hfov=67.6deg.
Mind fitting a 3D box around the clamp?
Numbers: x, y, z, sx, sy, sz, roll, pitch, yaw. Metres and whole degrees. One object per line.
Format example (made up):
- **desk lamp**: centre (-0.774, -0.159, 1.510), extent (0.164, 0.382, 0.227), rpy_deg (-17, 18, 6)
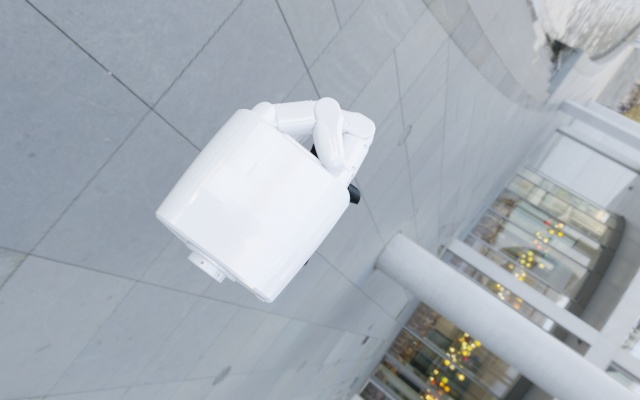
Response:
- **clamp**: centre (0.001, 0.002, 0.484), extent (0.039, 0.120, 0.171), rpy_deg (27, -19, 18)
